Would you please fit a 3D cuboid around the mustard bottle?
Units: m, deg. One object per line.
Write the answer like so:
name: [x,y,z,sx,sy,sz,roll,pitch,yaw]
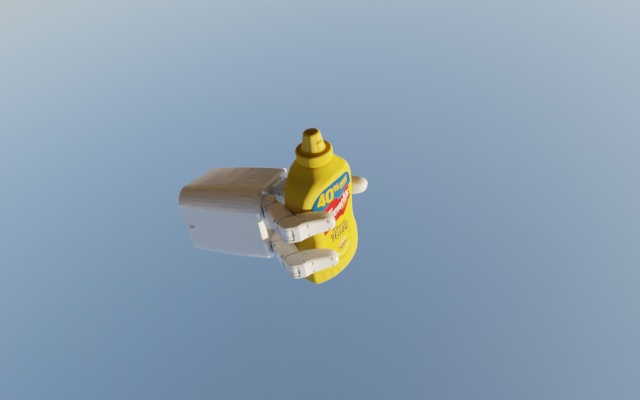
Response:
mustard bottle: [0.000,0.002,0.564,0.058,0.192,0.096,22,47,33]
